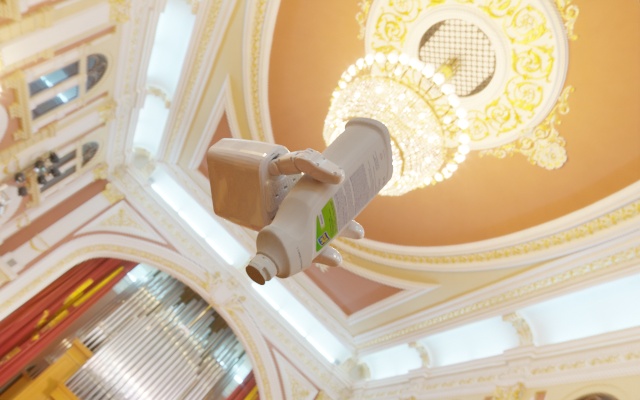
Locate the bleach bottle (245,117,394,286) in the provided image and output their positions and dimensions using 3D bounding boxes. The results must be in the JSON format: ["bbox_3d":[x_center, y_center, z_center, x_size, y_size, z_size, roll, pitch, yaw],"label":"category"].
[{"bbox_3d":[0.000,0.002,0.577,0.068,0.103,0.250,15,44,34],"label":"bleach bottle"}]
